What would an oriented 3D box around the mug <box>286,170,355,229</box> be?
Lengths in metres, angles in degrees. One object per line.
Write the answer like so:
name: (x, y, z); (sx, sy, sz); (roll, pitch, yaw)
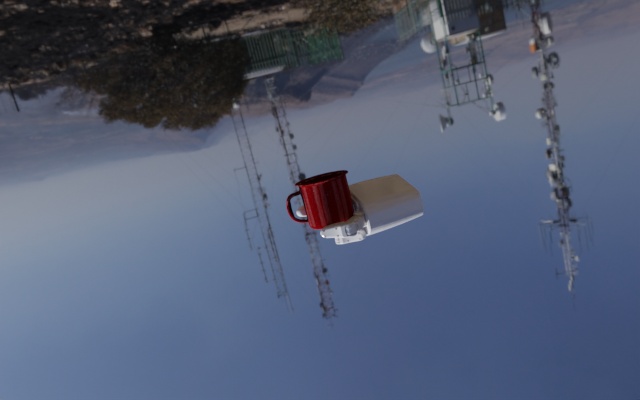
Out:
mug: (-0.001, 0.003, 0.813); (0.117, 0.081, 0.093); (-16, 10, -10)
